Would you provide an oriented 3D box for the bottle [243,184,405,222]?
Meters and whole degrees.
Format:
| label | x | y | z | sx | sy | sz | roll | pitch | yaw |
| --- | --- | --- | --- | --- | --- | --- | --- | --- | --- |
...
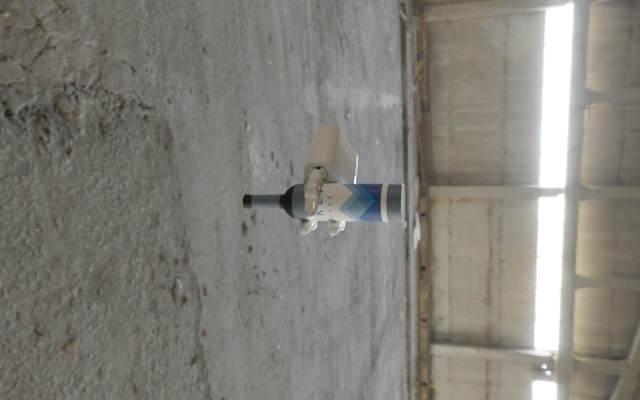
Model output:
| label | x | y | z | sx | sy | sz | roll | pitch | yaw |
| --- | --- | --- | --- | --- | --- | --- | --- | --- | --- |
| bottle | 0.000 | 0.003 | 0.858 | 0.296 | 0.069 | 0.069 | 1 | 0 | 16 |
